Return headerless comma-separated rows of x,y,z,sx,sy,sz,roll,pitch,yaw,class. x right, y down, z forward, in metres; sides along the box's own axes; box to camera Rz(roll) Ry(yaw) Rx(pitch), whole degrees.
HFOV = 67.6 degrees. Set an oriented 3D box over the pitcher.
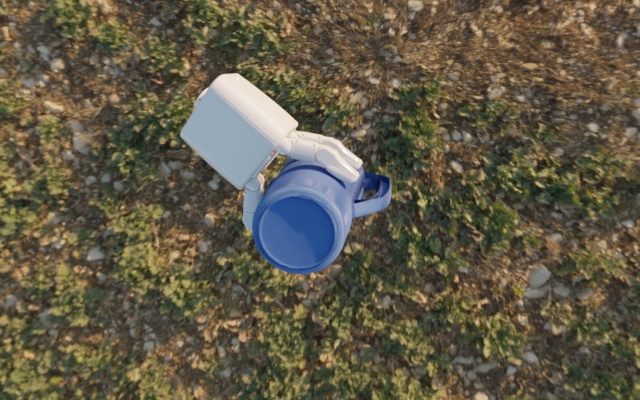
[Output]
0.000,0.002,0.643,0.145,0.149,0.242,42,17,-6,pitcher
